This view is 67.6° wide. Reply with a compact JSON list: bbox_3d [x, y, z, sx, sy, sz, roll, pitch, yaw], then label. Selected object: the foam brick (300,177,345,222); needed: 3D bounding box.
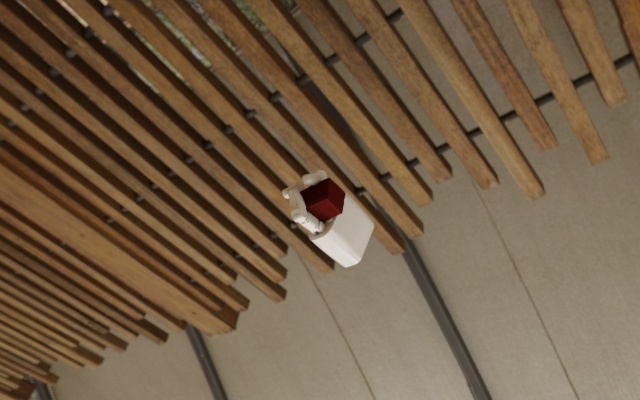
[{"bbox_3d":[0.000,0.003,0.889,0.078,0.053,0.051,-24,-52,34],"label":"foam brick"}]
